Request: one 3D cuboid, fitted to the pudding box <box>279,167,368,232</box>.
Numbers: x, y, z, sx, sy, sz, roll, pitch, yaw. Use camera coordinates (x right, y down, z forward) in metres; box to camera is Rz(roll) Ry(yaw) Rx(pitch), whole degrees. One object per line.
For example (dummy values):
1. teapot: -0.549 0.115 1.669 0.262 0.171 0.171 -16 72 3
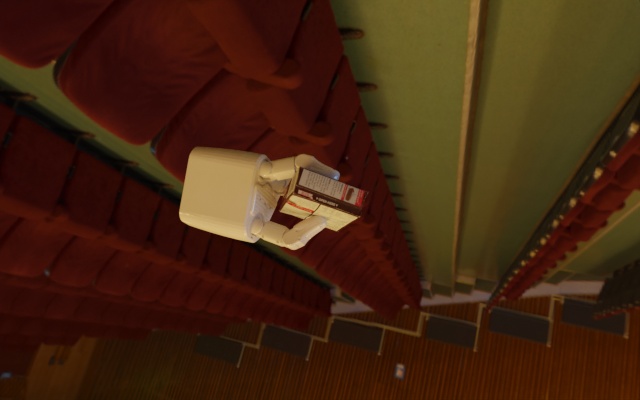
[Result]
1. pudding box: 0.000 0.002 0.614 0.090 0.039 0.113 19 -15 -8
